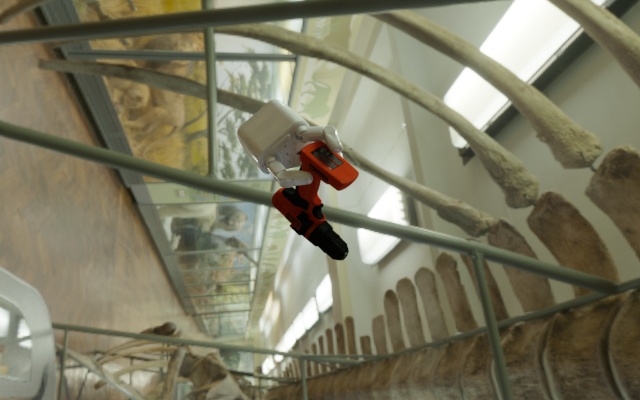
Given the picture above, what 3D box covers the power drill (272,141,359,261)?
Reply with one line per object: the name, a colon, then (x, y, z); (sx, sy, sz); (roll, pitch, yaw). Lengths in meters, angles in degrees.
power drill: (0.000, 0.002, 0.854); (0.184, 0.188, 0.057); (40, 46, 15)
